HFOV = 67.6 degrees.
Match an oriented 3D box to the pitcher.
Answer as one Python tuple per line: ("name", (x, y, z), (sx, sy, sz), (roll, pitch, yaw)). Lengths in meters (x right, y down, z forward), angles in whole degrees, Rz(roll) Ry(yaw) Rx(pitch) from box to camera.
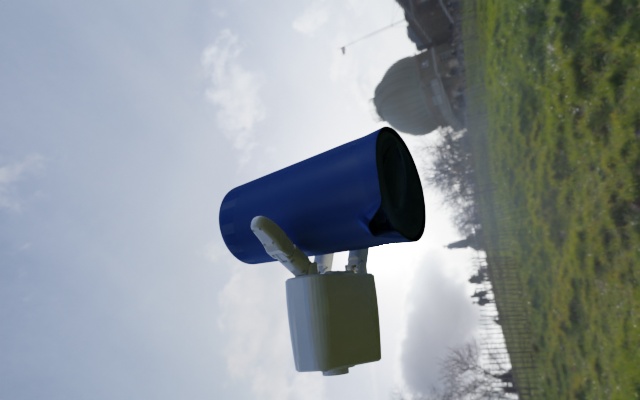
("pitcher", (0.000, 0.002, 0.595), (0.243, 0.145, 0.149), (-15, -17, 30))
